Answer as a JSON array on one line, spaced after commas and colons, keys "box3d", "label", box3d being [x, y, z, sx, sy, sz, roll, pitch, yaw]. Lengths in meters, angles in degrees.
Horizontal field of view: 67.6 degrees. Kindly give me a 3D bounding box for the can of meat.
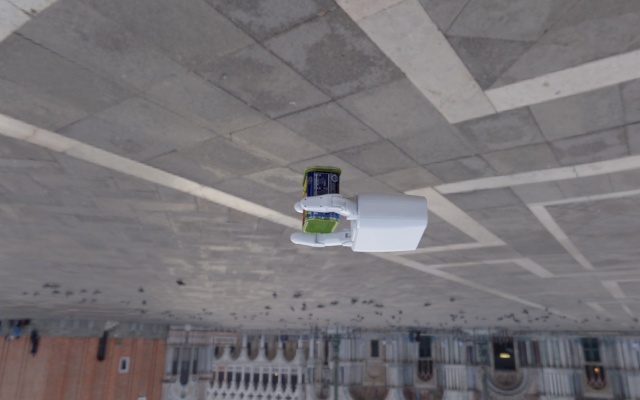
[{"box3d": [0.000, 0.003, 0.750, 0.057, 0.084, 0.102, 2, -16, -6], "label": "can of meat"}]
